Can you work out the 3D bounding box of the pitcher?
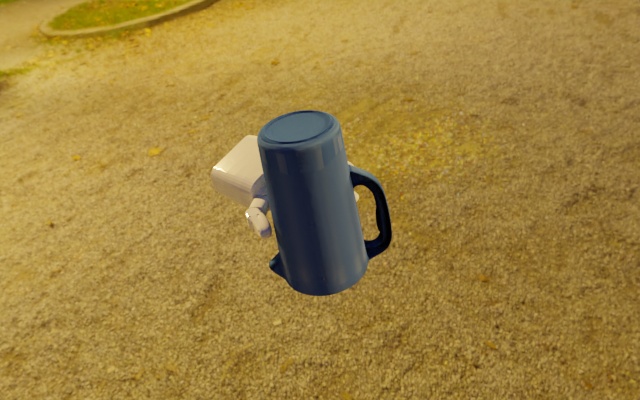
[{"bbox_3d":[0.000,0.002,0.666,0.145,0.243,0.149,20,45,37],"label":"pitcher"}]
